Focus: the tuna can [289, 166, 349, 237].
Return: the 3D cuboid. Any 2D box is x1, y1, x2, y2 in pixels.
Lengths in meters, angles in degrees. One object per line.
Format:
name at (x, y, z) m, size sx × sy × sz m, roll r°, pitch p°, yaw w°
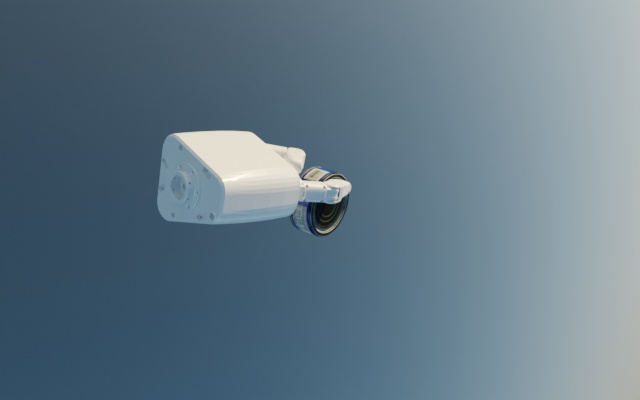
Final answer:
tuna can at (0.001, 0.002, 0.606) m, size 0.033 × 0.086 × 0.086 m, roll 18°, pitch 10°, yaw 33°
